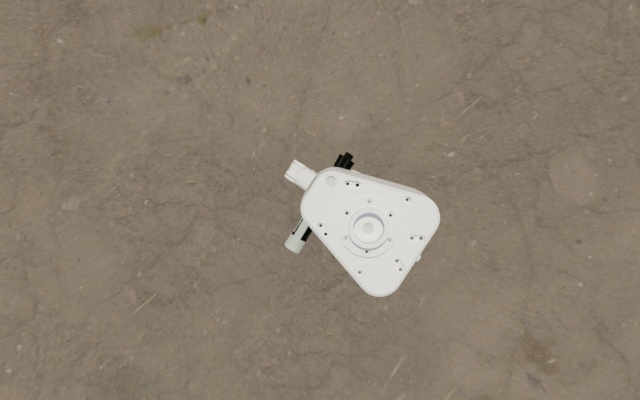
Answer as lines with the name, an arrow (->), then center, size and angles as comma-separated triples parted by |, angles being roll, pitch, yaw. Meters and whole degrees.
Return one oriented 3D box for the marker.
marker -> 0.000, 0.002, 0.514 | 0.020, 0.121, 0.020 | 32, 4, -2
